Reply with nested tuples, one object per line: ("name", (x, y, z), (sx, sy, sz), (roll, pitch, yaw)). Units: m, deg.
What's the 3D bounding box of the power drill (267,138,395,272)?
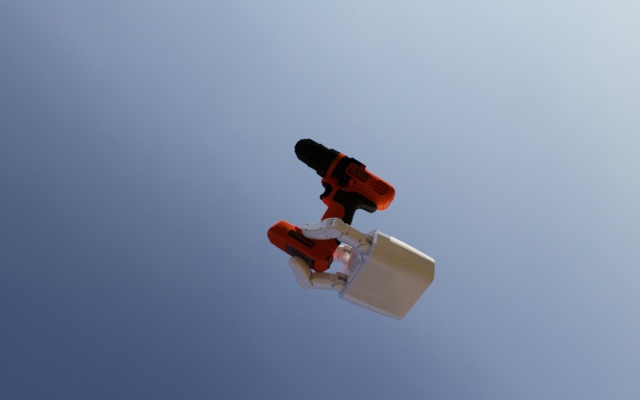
("power drill", (0.000, 0.003, 0.746), (0.184, 0.187, 0.057), (31, -24, 12))
